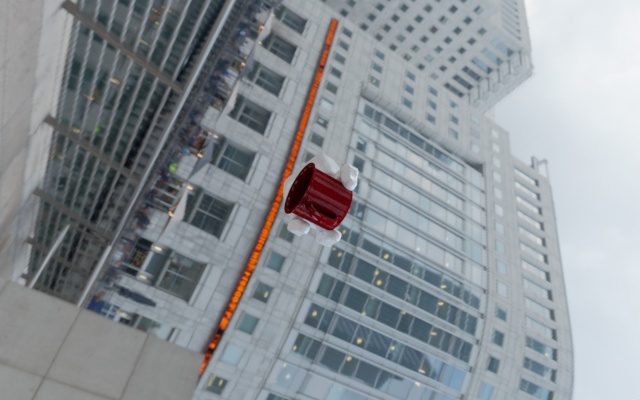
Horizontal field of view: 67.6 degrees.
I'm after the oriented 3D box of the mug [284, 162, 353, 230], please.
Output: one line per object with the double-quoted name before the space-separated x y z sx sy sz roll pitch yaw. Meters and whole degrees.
"mug" 0.001 0.003 0.768 0.081 0.093 0.117 28 20 -19
